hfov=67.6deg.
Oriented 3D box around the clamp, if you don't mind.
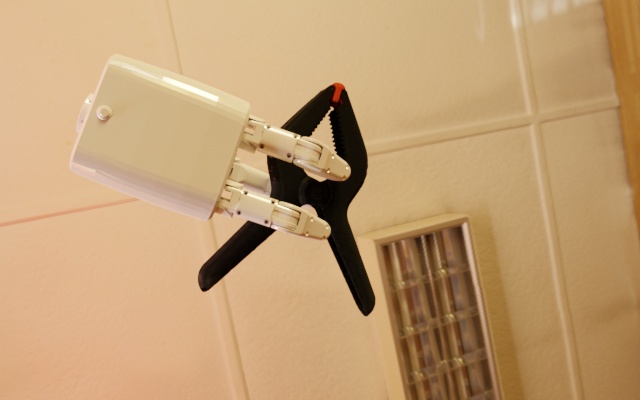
[{"bbox_3d":[0.000,0.001,0.434,0.164,0.210,0.036,20,-5,-19],"label":"clamp"}]
